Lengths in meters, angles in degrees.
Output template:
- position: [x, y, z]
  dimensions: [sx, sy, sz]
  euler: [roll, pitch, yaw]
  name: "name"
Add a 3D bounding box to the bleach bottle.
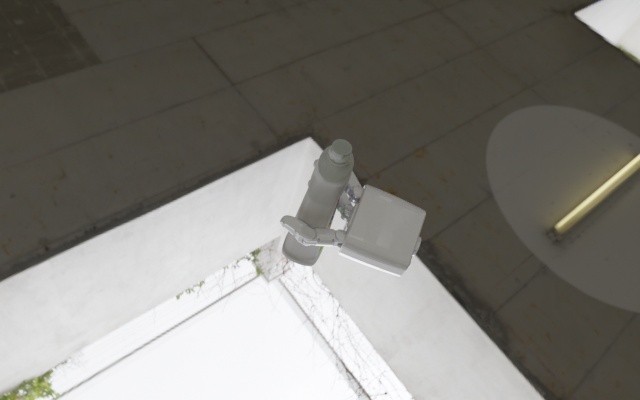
- position: [0.000, 0.002, 0.744]
  dimensions: [0.068, 0.102, 0.251]
  euler: [23, -36, 1]
  name: "bleach bottle"
